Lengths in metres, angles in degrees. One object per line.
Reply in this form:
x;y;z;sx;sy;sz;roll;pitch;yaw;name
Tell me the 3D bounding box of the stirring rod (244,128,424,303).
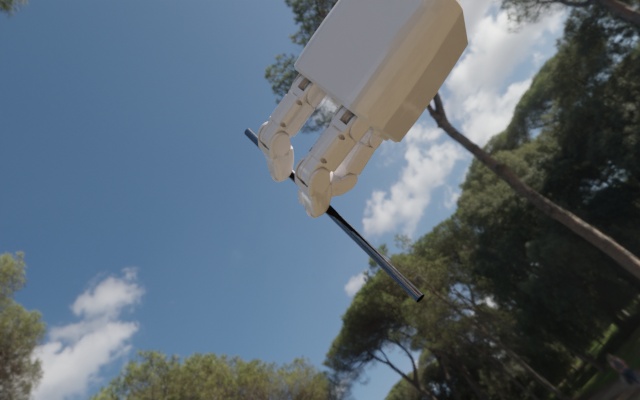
0.000;0.001;0.413;0.011;0.011;0.239;0;36;-48;stirring rod
